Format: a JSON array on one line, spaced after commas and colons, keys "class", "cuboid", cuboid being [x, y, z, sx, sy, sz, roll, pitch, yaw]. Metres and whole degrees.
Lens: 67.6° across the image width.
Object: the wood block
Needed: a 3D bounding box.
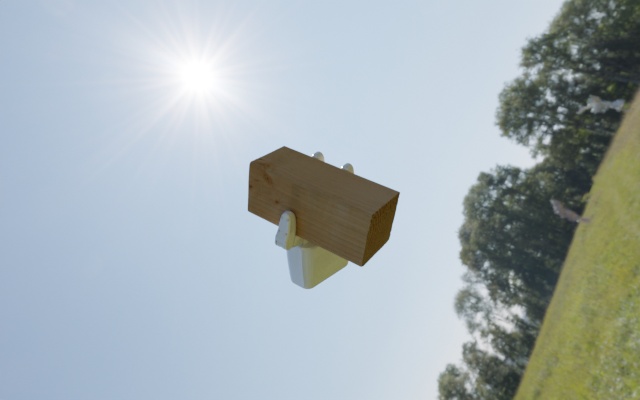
[{"class": "wood block", "cuboid": [0.000, 0.003, 0.711, 0.206, 0.090, 0.090, 24, 34, 24]}]
